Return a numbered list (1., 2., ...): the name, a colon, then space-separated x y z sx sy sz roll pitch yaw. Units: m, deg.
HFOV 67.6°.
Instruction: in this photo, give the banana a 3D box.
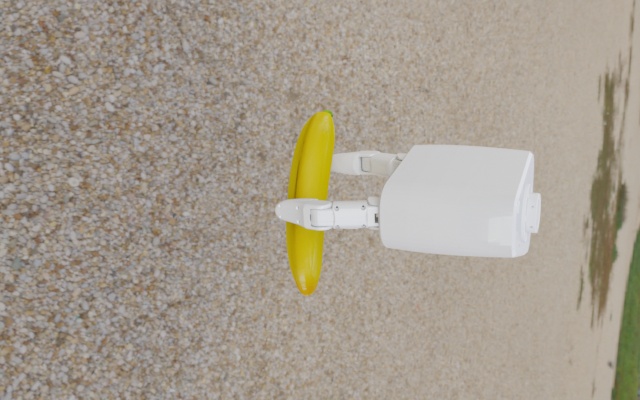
1. banana: -0.007 -0.005 0.470 0.037 0.197 0.070 4 -10 24
